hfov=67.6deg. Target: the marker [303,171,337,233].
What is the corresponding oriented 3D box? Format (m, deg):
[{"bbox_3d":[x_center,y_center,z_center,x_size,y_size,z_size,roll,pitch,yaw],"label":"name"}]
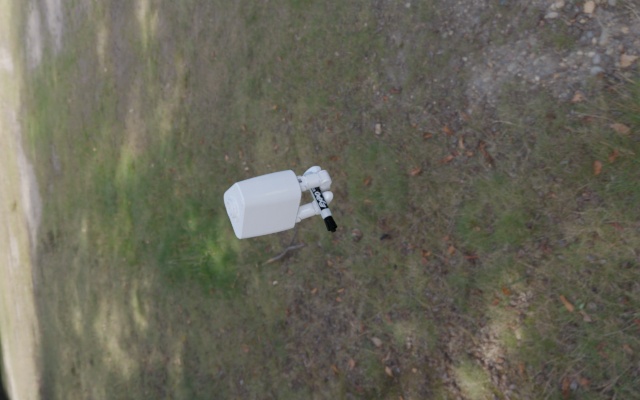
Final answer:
[{"bbox_3d":[0.000,0.003,0.850,0.020,0.121,0.020,-21,-21,-9],"label":"marker"}]
